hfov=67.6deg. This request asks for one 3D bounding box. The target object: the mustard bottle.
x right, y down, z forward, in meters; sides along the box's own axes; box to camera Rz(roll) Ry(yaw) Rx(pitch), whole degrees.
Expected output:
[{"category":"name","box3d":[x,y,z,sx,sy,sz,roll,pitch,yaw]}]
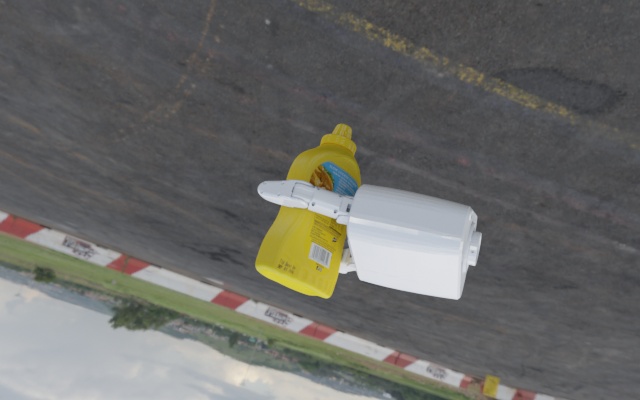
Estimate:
[{"category":"mustard bottle","box3d":[0.000,0.002,0.521,0.058,0.191,0.096,0,-26,45]}]
